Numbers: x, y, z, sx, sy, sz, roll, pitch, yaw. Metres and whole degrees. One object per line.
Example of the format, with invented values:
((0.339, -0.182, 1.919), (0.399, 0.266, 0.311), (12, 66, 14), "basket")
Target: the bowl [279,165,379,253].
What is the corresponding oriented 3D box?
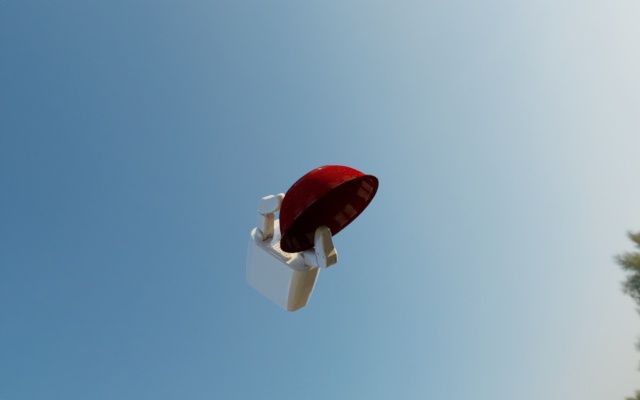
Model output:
((0.001, 0.001, 0.655), (0.162, 0.055, 0.162), (-31, -22, -14), "bowl")
